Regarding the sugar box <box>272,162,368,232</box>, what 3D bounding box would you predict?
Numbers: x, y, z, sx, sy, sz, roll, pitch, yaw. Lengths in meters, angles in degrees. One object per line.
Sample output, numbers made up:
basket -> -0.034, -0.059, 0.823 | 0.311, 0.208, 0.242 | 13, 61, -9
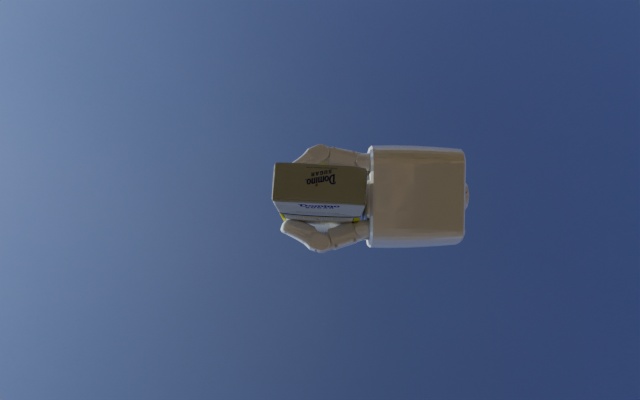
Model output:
sugar box -> 0.000, 0.001, 0.542 | 0.093, 0.048, 0.176 | 3, -14, 0
